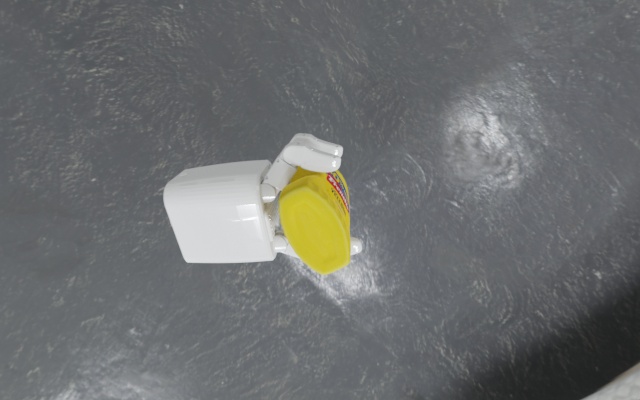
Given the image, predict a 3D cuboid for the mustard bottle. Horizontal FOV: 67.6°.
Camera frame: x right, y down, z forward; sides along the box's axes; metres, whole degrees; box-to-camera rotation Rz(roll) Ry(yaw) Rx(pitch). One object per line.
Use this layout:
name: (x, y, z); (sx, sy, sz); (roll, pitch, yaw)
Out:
mustard bottle: (0.000, 0.002, 0.546); (0.058, 0.096, 0.191); (-27, 15, 12)
